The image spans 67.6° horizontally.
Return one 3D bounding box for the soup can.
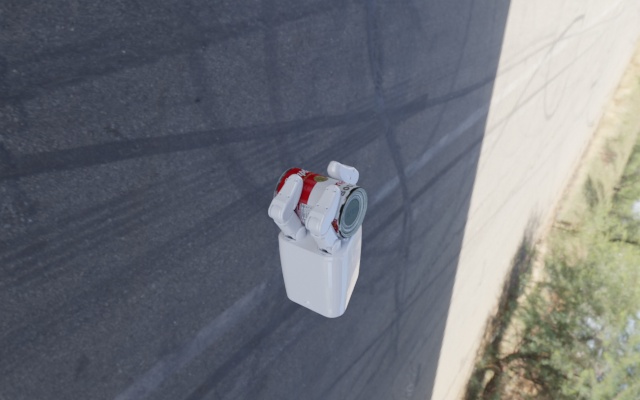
[{"bbox_3d":[0.000,0.002,0.612,0.102,0.068,0.068,19,9,30],"label":"soup can"}]
